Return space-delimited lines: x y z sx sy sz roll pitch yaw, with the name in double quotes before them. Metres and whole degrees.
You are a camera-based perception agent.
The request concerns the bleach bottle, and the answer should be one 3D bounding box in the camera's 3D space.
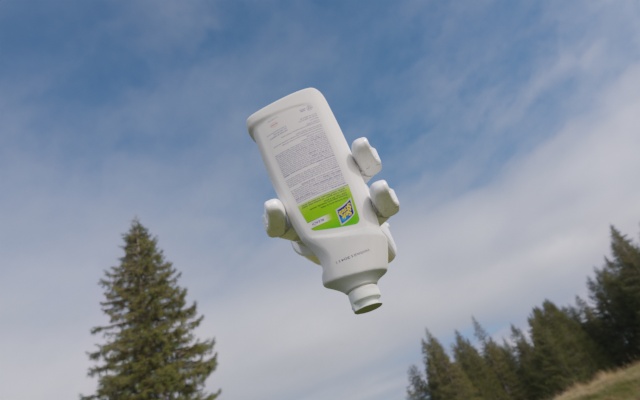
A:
"bleach bottle" 0.000 0.002 0.513 0.102 0.250 0.068 -25 -27 10
